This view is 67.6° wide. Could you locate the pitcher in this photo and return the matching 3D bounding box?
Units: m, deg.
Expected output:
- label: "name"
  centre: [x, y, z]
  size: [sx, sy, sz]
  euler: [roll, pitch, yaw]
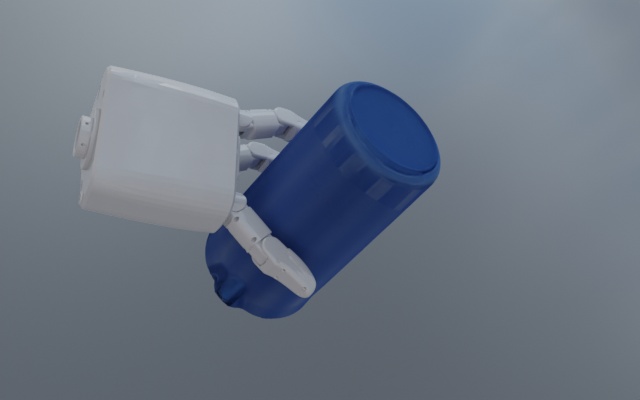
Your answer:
- label: "pitcher"
  centre: [0.000, 0.002, 0.463]
  size: [0.145, 0.149, 0.243]
  euler: [14, -41, -30]
